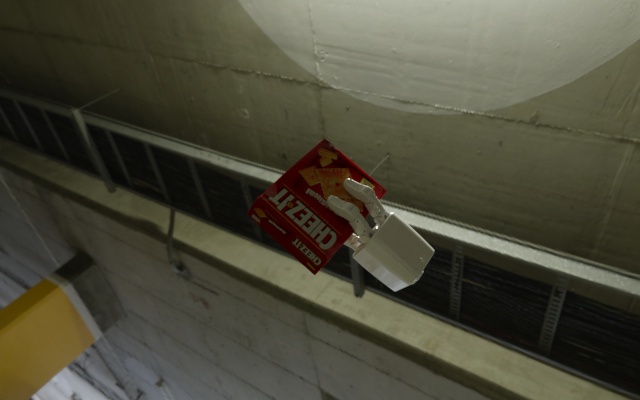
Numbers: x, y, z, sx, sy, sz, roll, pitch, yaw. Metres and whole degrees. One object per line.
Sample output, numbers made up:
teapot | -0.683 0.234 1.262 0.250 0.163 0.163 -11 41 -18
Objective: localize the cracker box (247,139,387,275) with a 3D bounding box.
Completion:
cracker box | 0.000 0.003 0.880 0.213 0.164 0.072 -46 -5 -38
